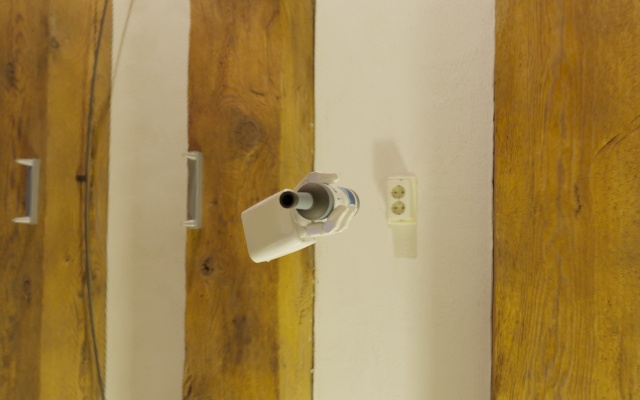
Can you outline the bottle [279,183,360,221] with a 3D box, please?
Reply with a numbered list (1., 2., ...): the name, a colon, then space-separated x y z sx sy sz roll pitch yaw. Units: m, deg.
1. bottle: 0.000 0.003 0.865 0.069 0.069 0.296 0 -2 20
